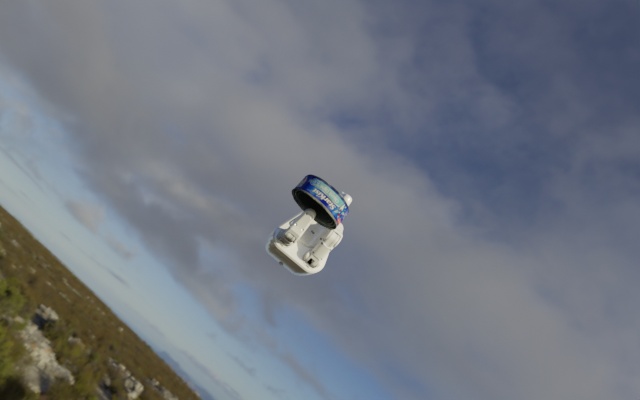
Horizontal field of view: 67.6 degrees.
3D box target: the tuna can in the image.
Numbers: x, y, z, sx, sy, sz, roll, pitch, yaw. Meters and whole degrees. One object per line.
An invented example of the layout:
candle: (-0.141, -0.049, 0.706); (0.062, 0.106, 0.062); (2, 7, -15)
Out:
tuna can: (0.000, 0.002, 0.704); (0.086, 0.033, 0.086); (37, -18, 14)
